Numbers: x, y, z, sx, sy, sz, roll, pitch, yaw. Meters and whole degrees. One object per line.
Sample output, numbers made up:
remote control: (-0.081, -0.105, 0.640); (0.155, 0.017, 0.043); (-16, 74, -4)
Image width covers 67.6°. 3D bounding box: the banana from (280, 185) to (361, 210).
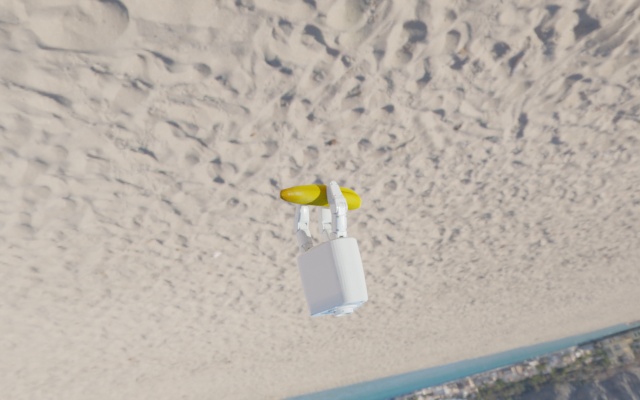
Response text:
banana: (0.016, -0.002, 0.852); (0.069, 0.037, 0.198); (-21, -20, 35)
